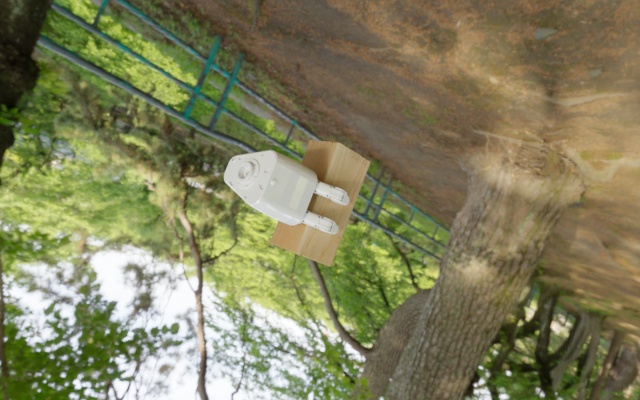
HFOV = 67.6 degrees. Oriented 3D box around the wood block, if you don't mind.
[{"bbox_3d":[0.000,0.003,0.876,0.090,0.206,0.091,26,-7,-39],"label":"wood block"}]
